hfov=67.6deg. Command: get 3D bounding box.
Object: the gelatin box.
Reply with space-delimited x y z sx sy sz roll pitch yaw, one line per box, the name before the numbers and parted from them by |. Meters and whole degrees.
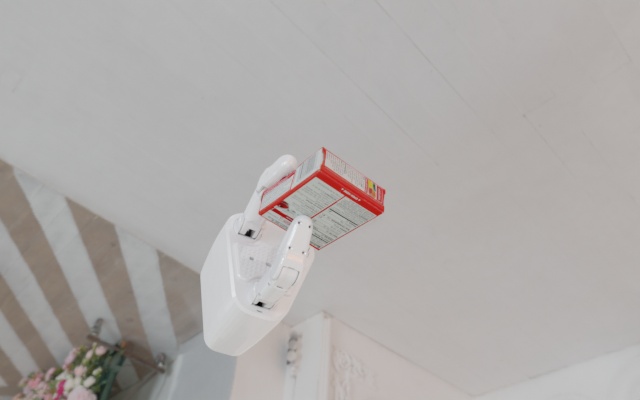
gelatin box | 0.000 0.002 0.418 0.073 0.030 0.089 32 -44 -27
